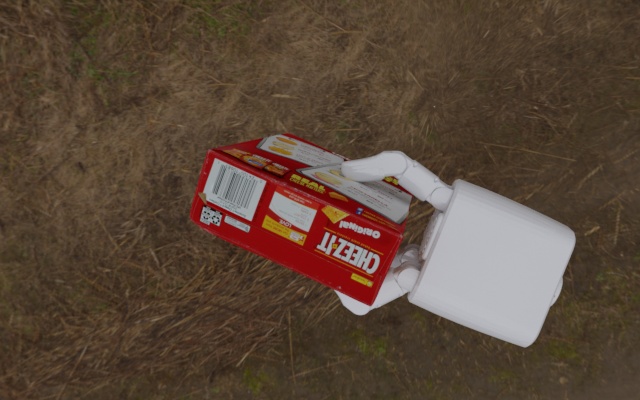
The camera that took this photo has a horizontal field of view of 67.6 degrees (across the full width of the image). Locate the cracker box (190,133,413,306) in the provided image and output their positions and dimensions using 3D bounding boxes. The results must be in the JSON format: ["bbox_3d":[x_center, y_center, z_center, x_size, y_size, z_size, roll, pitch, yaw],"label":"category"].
[{"bbox_3d":[0.000,0.001,0.460,0.164,0.072,0.213,24,15,8],"label":"cracker box"}]
